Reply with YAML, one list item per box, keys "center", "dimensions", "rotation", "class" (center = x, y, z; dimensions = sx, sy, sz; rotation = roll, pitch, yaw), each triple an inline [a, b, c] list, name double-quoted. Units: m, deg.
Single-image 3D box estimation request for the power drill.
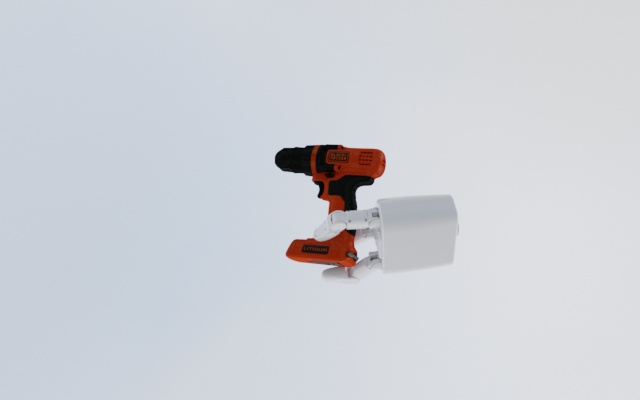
- center: [0.000, 0.003, 0.734]
  dimensions: [0.184, 0.187, 0.057]
  rotation: [4, -14, 24]
  class: "power drill"
